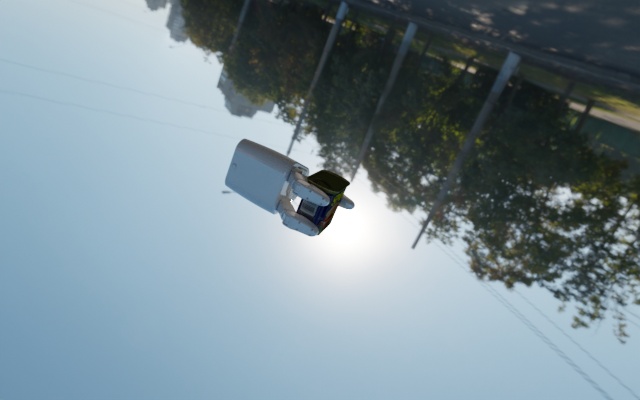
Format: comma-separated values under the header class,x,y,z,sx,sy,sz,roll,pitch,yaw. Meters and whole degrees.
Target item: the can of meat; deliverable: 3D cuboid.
class,x,y,z,sx,sy,sz,roll,pitch,yaw
can of meat,0.000,0.003,0.796,0.057,0.084,0.102,27,19,11
